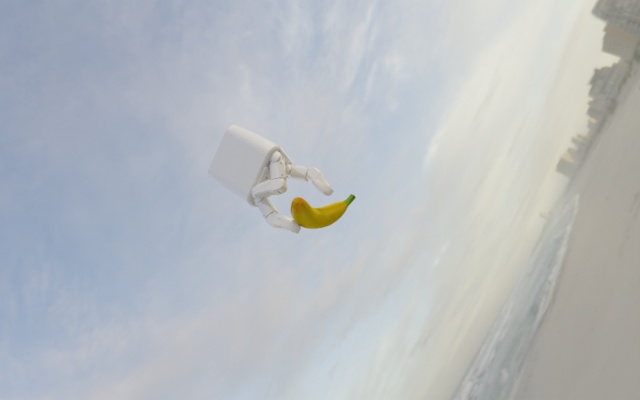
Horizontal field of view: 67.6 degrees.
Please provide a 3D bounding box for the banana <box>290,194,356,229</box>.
[{"bbox_3d":[-0.005,0.019,0.827,0.037,0.070,0.198,30,17,24],"label":"banana"}]
